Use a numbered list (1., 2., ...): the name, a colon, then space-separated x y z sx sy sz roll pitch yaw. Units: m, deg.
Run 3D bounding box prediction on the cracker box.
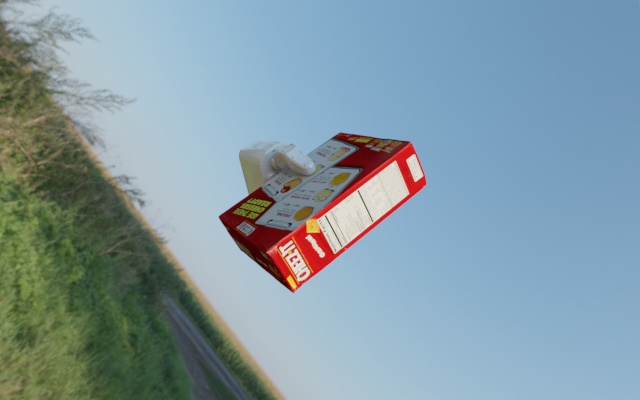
1. cracker box: 0.000 0.002 0.598 0.213 0.072 0.164 -37 27 -17
